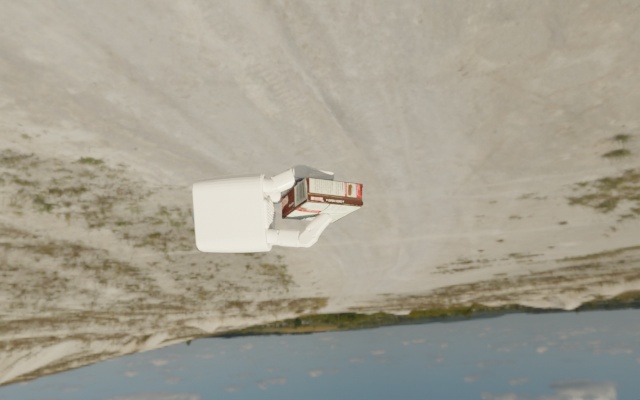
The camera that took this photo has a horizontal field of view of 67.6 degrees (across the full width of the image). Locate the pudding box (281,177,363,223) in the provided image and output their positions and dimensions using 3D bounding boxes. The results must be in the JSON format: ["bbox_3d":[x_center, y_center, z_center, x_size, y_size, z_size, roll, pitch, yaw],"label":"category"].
[{"bbox_3d":[0.000,0.003,0.715,0.090,0.039,0.113,5,-15,-22],"label":"pudding box"}]
